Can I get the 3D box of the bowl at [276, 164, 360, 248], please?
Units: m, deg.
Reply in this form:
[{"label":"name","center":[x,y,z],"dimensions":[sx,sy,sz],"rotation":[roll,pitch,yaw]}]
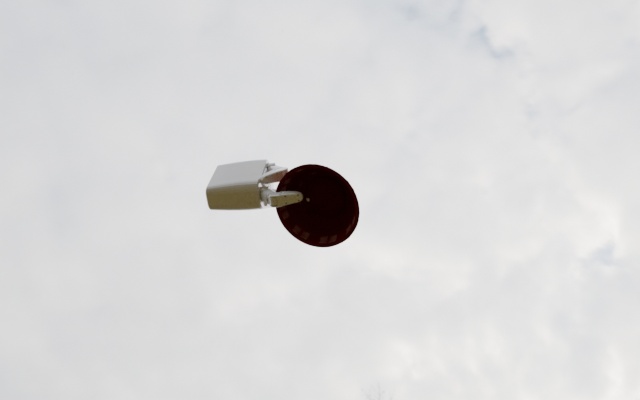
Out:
[{"label":"bowl","center":[0.002,0.003,0.878],"dimensions":[0.162,0.162,0.055],"rotation":[0,21,21]}]
